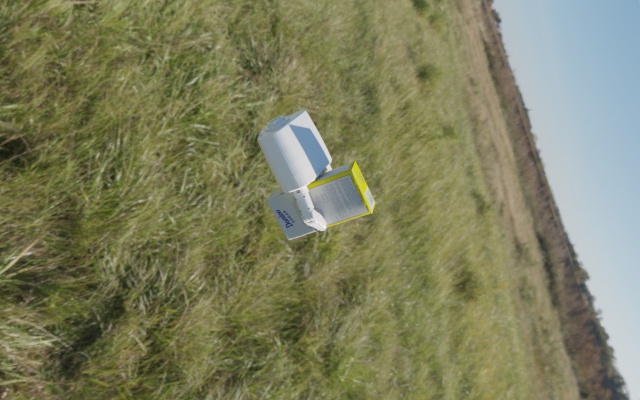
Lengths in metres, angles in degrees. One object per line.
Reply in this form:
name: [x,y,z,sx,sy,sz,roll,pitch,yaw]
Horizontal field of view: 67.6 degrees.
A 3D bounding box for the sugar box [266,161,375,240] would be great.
sugar box: [0.000,0.002,0.869,0.176,0.093,0.048,-18,21,24]
